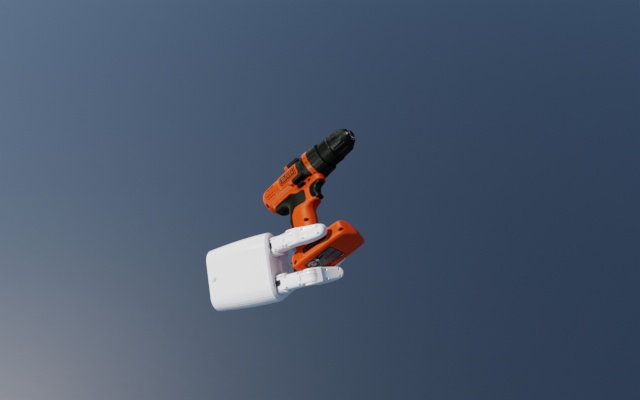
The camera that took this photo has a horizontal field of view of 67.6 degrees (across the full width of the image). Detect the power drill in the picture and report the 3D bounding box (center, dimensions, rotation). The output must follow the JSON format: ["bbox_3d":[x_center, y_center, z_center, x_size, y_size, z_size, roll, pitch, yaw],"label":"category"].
[{"bbox_3d":[0.000,0.003,0.708,0.184,0.187,0.057,-41,-46,23],"label":"power drill"}]
